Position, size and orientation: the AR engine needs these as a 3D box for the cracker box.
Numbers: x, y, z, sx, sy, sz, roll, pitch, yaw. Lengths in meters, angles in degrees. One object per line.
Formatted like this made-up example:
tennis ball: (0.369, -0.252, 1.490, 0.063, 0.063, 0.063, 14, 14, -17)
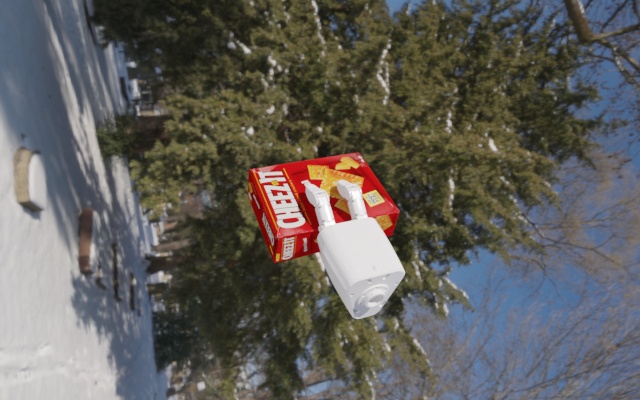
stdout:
cracker box: (0.000, 0.003, 0.813, 0.213, 0.072, 0.164, -10, 47, -20)
